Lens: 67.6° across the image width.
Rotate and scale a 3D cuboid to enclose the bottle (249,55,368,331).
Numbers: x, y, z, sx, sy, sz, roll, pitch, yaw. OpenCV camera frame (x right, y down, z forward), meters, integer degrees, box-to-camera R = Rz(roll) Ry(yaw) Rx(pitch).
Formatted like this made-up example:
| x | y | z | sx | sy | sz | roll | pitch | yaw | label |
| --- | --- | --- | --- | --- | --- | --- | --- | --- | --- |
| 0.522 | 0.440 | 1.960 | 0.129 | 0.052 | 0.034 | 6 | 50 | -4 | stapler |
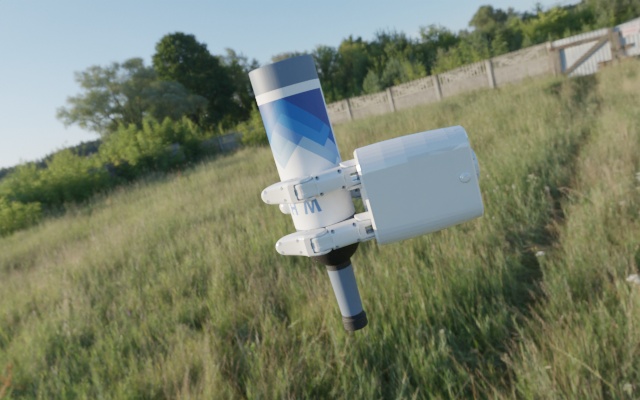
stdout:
| x | y | z | sx | sy | sz | roll | pitch | yaw | label |
| --- | --- | --- | --- | --- | --- | --- | --- | --- | --- |
| 0.000 | 0.001 | 0.508 | 0.069 | 0.296 | 0.069 | -16 | 11 | 3 | bottle |
